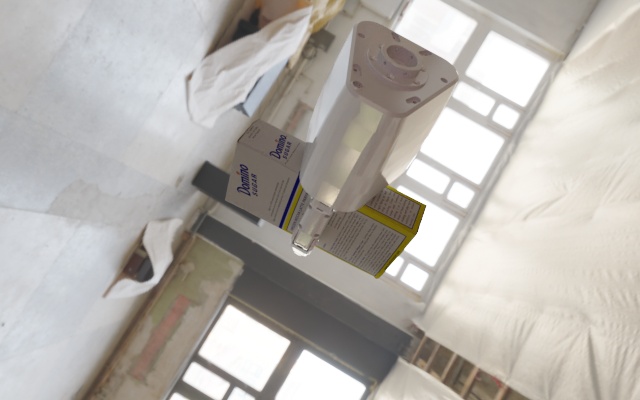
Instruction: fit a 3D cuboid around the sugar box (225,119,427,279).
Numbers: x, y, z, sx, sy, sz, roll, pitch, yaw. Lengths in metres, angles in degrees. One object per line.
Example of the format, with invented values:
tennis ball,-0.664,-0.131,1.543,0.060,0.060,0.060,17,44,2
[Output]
sugar box,0.000,0.001,0.455,0.176,0.048,0.093,30,-39,3
